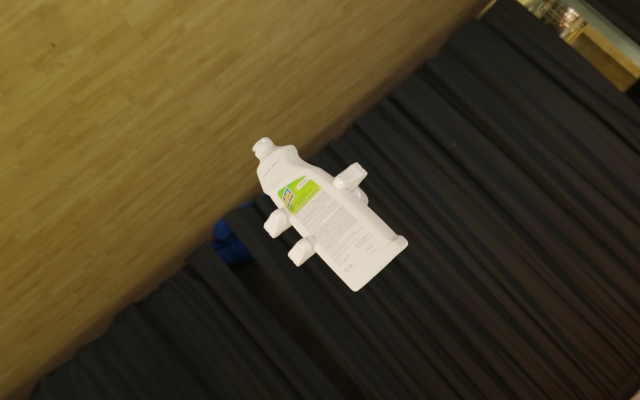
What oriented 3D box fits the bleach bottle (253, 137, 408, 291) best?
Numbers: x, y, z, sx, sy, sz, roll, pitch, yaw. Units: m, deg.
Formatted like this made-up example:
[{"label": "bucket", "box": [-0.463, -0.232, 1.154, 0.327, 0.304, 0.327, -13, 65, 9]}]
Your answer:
[{"label": "bleach bottle", "box": [0.000, 0.002, 0.673, 0.102, 0.251, 0.068, -44, -12, 9]}]
